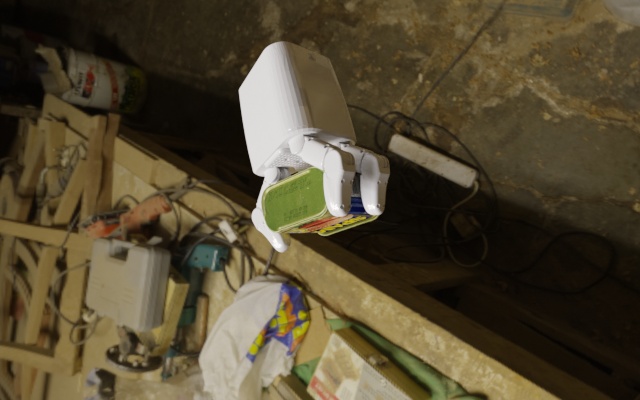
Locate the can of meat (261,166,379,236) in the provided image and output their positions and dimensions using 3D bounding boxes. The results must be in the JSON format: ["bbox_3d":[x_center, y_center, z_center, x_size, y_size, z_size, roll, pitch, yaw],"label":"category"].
[{"bbox_3d":[0.000,0.002,0.507,0.102,0.057,0.084,-21,-17,39],"label":"can of meat"}]
